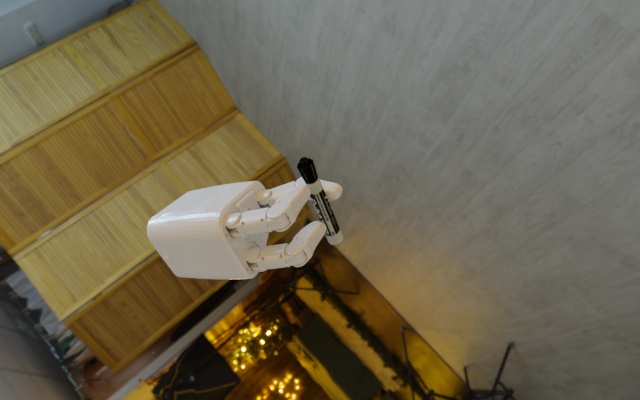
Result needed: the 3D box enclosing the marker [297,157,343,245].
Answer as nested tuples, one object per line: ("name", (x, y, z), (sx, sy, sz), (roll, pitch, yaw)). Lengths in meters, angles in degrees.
("marker", (0.000, 0.002, 0.542), (0.020, 0.121, 0.020), (-15, 36, 11))
